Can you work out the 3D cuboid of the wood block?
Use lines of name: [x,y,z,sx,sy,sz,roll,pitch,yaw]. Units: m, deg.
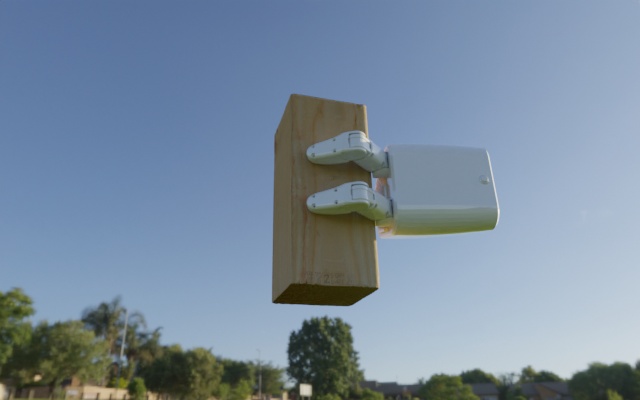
wood block: [0.000,0.002,0.515,0.090,0.206,0.091,6,-25,-15]
